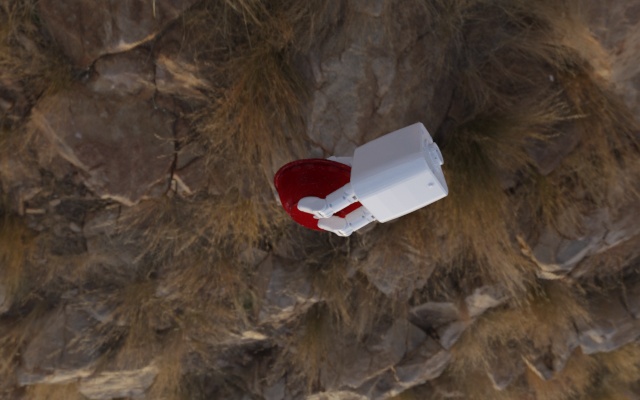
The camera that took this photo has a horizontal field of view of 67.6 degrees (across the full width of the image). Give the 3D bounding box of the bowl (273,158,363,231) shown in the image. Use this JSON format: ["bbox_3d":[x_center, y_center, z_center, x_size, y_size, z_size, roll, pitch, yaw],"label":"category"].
[{"bbox_3d":[-0.001,0.003,0.759,0.162,0.055,0.162,7,-31,4],"label":"bowl"}]
